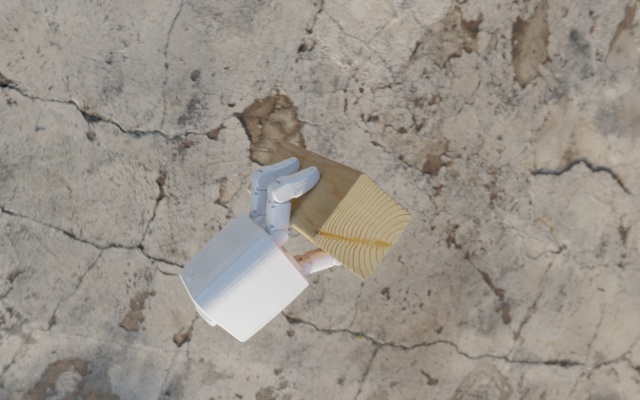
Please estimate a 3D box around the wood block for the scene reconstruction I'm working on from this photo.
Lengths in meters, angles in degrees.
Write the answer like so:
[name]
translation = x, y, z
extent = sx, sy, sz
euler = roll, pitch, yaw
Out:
[wood block]
translation = 0.000, 0.002, 0.585
extent = 0.091, 0.090, 0.206
euler = 39, -4, -32
